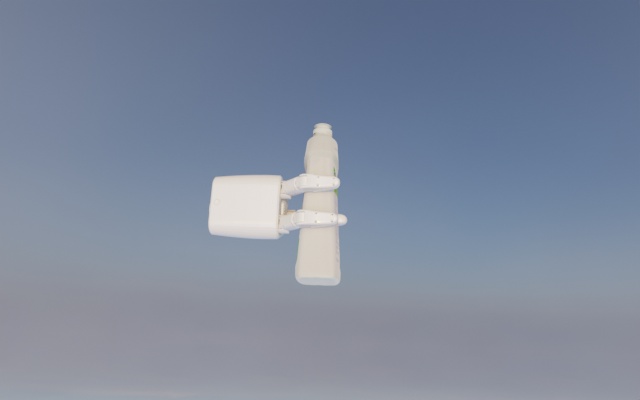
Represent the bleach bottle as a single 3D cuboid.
[{"bbox_3d":[0.000,0.002,0.754,0.068,0.250,0.102,1,-16,3],"label":"bleach bottle"}]
